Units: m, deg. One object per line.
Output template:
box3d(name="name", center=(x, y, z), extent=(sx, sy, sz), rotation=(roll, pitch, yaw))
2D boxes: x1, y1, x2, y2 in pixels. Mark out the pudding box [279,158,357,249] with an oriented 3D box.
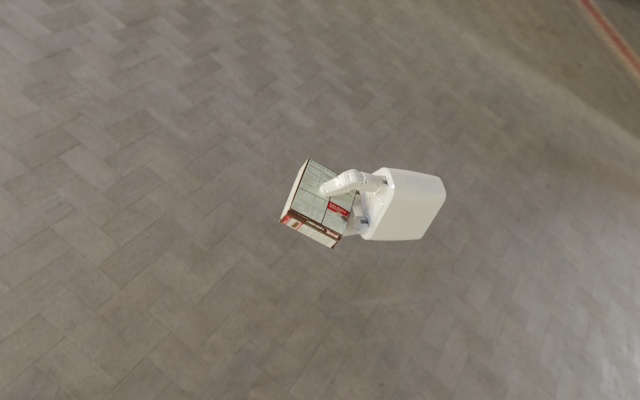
box3d(name="pudding box", center=(0.000, 0.002, 0.700), extent=(0.090, 0.113, 0.039), rotation=(28, -44, -9))
